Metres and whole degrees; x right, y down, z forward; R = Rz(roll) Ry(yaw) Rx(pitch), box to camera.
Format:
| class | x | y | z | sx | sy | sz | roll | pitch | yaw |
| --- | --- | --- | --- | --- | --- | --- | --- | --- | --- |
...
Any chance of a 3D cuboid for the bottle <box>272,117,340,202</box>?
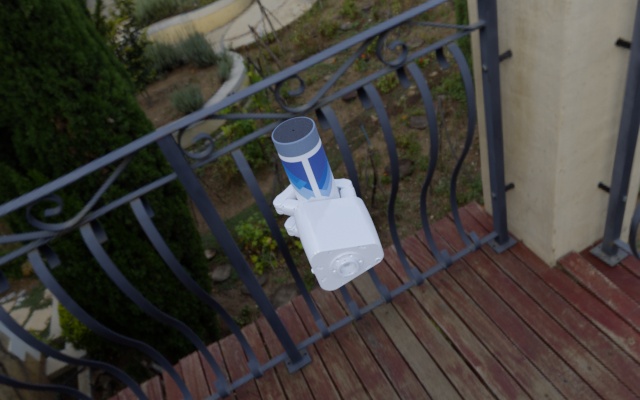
| class | x | y | z | sx | sy | sz | roll | pitch | yaw |
| --- | --- | --- | --- | --- | --- | --- | --- | --- | --- |
| bottle | 0.000 | 0.002 | 0.788 | 0.069 | 0.296 | 0.069 | -12 | 41 | 11 |
